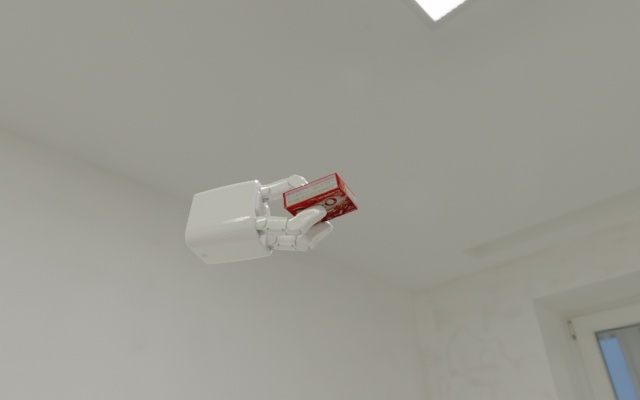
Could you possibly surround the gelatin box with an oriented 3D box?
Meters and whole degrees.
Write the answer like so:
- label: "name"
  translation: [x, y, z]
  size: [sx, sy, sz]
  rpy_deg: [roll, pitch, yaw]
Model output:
- label: "gelatin box"
  translation: [0.000, 0.002, 0.699]
  size: [0.089, 0.030, 0.073]
  rpy_deg: [-21, -34, 16]
